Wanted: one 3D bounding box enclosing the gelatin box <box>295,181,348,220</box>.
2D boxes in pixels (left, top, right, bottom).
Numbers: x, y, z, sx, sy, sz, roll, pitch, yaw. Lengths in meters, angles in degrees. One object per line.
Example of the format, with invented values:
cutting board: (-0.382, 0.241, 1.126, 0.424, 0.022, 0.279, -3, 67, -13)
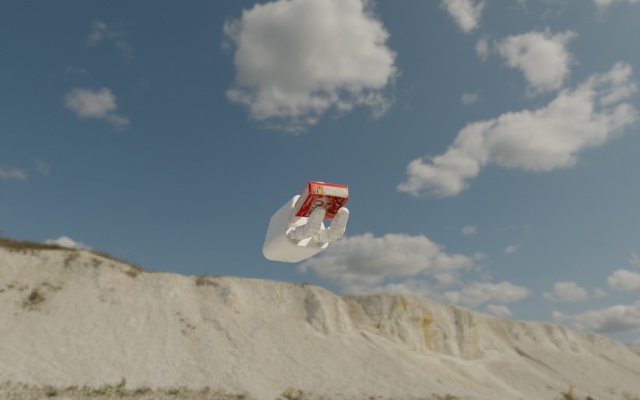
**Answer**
gelatin box: (0.000, 0.002, 0.861, 0.073, 0.030, 0.089, 7, -31, -19)
